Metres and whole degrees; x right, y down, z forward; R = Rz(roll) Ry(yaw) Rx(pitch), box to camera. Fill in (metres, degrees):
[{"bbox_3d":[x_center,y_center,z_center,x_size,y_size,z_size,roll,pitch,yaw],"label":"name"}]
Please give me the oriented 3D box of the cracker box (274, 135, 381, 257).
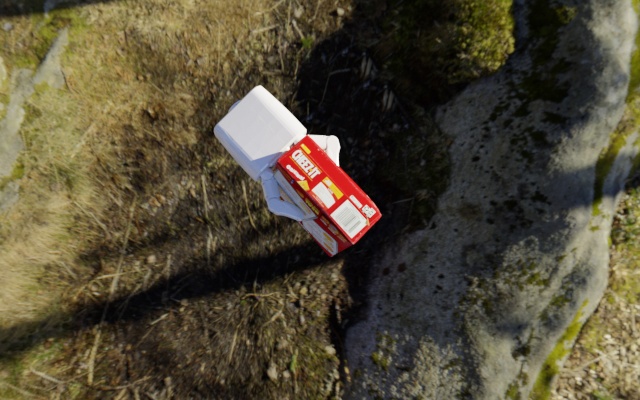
[{"bbox_3d":[0.000,0.003,0.782,0.072,0.164,0.214,-42,-3,-13],"label":"cracker box"}]
